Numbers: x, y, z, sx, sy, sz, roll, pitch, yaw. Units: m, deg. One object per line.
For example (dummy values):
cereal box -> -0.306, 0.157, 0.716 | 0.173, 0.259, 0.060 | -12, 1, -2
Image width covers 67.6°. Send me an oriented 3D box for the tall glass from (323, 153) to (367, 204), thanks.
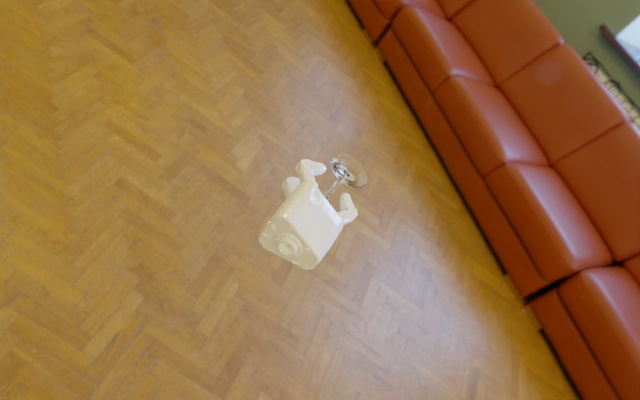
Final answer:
tall glass -> 0.001, 0.003, 0.896 | 0.079, 0.079, 0.201 | 0, -34, -37
